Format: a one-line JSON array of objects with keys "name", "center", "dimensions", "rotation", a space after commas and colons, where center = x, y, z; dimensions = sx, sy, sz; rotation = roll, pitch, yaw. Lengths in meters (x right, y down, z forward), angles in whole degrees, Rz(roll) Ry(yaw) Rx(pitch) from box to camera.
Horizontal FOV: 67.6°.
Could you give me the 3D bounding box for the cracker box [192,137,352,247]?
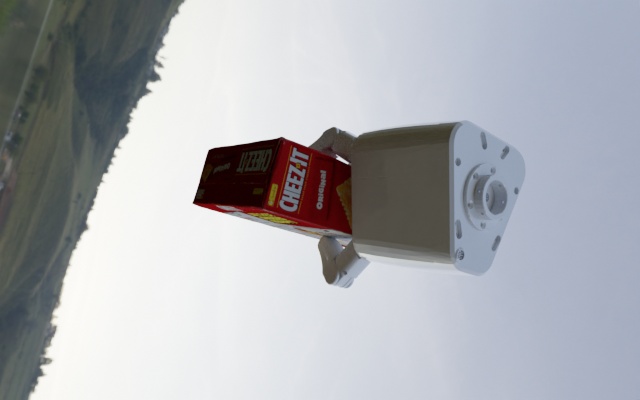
[{"name": "cracker box", "center": [0.000, 0.002, 0.502], "dimensions": [0.214, 0.072, 0.164], "rotation": [19, -10, -34]}]
